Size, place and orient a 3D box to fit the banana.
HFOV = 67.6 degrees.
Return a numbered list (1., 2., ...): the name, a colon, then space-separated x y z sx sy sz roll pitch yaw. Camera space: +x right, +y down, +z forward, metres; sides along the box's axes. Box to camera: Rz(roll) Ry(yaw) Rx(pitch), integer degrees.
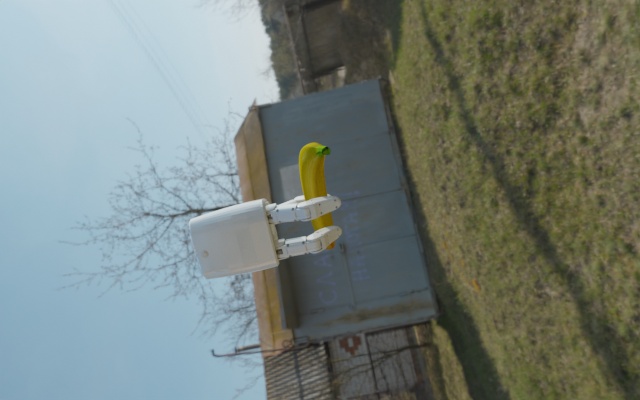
1. banana: -0.005 -0.012 0.692 0.037 0.198 0.069 -14 44 -8
